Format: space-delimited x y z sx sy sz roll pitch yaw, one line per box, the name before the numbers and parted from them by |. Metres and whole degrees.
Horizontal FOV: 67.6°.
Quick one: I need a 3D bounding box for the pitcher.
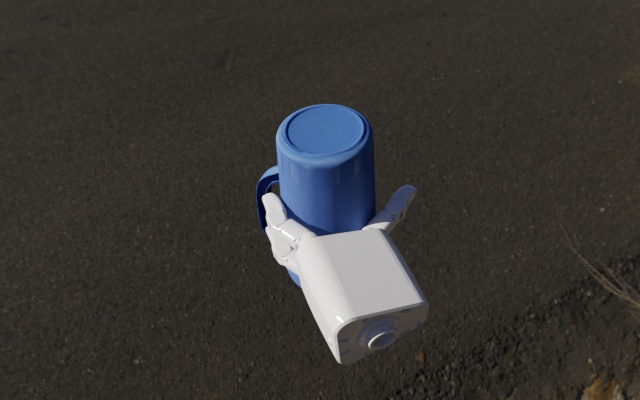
pitcher | 0.000 0.002 0.610 0.149 0.243 0.145 -18 48 -12
